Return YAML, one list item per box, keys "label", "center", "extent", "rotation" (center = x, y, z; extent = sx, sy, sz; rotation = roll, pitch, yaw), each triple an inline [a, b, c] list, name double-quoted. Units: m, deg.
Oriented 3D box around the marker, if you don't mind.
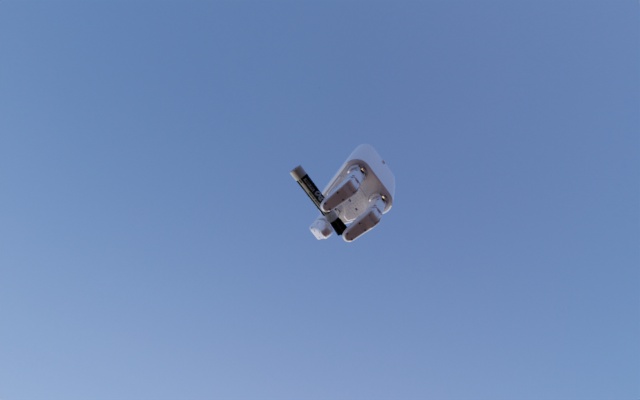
- label: "marker"
  center: [0.000, 0.002, 0.681]
  extent: [0.020, 0.121, 0.020]
  rotation: [-36, 11, 8]
